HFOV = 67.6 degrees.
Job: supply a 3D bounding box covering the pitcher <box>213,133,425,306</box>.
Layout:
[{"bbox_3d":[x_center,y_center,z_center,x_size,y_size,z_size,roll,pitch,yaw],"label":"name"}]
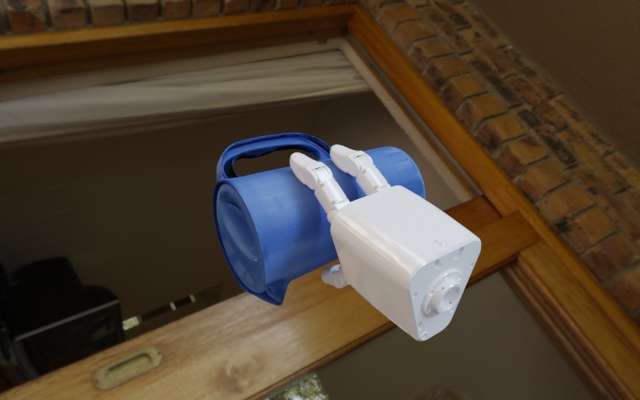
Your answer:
[{"bbox_3d":[0.000,0.002,0.574,0.243,0.149,0.145,-18,35,-29],"label":"pitcher"}]
